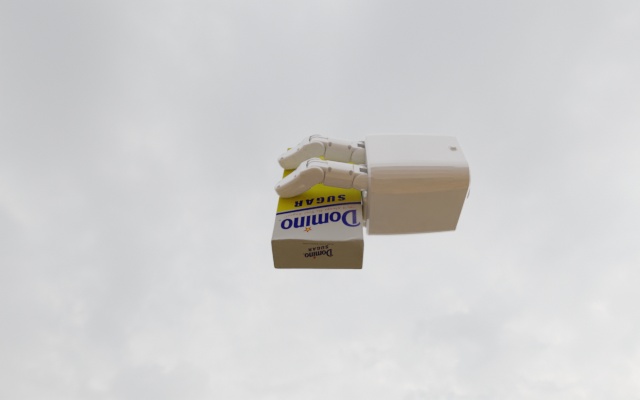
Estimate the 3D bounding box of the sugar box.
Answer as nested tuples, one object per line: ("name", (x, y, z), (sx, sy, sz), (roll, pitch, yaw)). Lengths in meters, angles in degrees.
("sugar box", (0.000, 0.001, 0.538), (0.093, 0.048, 0.176), (0, 35, 2))
